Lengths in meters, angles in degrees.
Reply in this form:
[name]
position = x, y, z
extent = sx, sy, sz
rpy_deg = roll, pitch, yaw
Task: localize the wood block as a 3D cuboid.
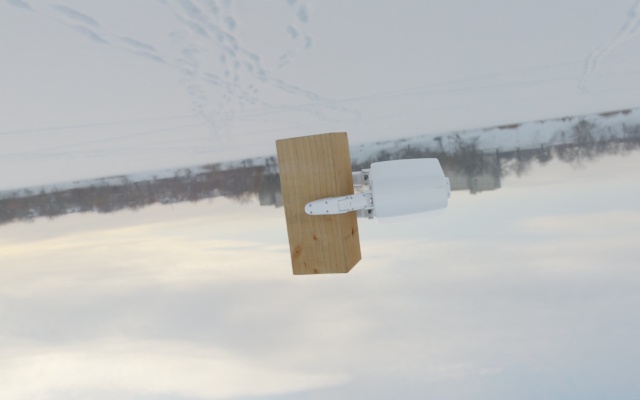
[wood block]
position = 0.000, 0.003, 0.739
extent = 0.090, 0.206, 0.091
rpy_deg = -5, 6, 20
